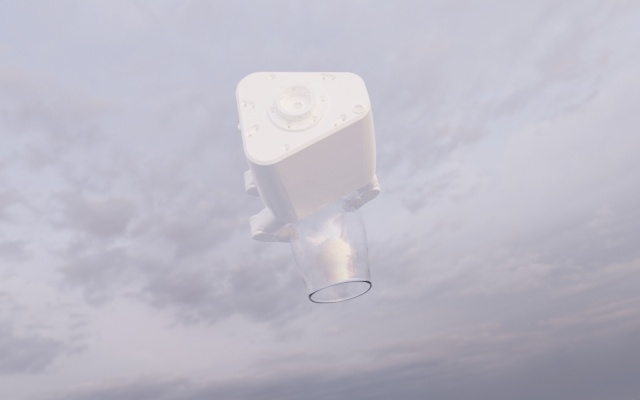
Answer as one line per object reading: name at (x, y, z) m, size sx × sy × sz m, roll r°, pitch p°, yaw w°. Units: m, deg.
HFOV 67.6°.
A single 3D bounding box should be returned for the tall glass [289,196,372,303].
tall glass at (0.000, 0.001, 0.501) m, size 0.079 × 0.201 × 0.079 m, roll -10°, pitch -27°, yaw -5°
